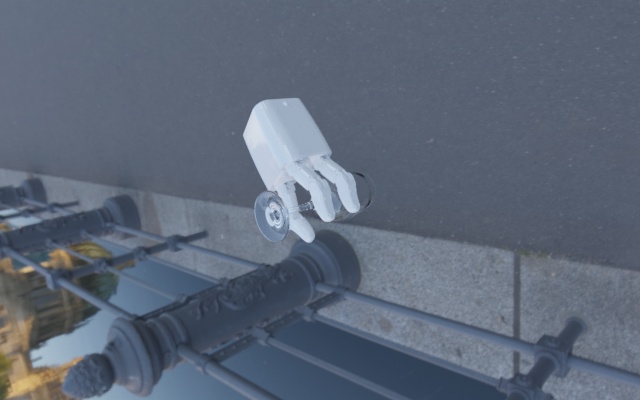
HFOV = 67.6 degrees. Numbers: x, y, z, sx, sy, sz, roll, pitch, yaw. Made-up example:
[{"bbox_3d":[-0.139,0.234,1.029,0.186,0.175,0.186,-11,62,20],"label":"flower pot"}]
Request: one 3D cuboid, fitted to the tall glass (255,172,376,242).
[{"bbox_3d":[0.000,0.003,0.733,0.079,0.079,0.201,0,11,45],"label":"tall glass"}]
